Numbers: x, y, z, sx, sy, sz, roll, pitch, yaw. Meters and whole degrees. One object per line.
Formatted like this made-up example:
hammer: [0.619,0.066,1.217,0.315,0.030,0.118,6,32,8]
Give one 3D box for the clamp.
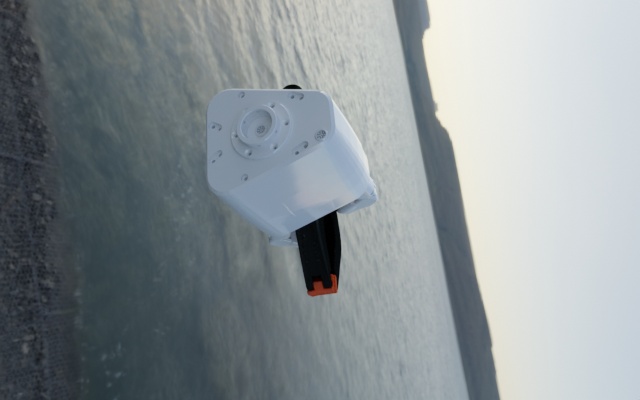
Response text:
clamp: [0.001,0.002,0.521,0.036,0.210,0.165,-12,-22,15]
